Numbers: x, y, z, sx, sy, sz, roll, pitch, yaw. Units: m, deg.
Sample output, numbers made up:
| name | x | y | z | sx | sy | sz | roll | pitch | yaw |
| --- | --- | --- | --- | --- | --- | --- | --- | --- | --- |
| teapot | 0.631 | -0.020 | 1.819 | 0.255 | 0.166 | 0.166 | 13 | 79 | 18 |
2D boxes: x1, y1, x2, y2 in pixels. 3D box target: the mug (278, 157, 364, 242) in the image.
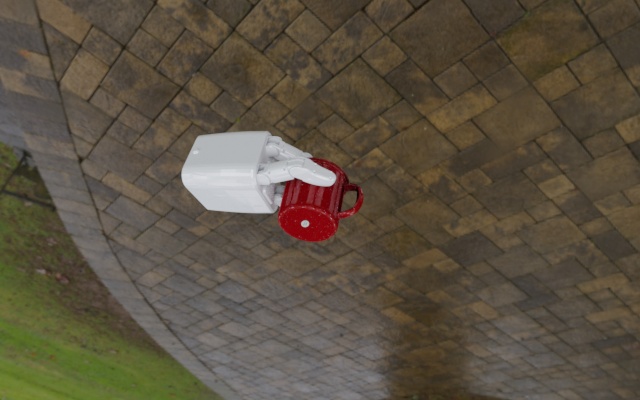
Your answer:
| name | x | y | z | sx | sy | sz | roll | pitch | yaw |
| --- | --- | --- | --- | --- | --- | --- | --- | --- | --- |
| mug | 0.001 | 0.002 | 0.647 | 0.117 | 0.081 | 0.093 | -1 | -40 | 14 |
